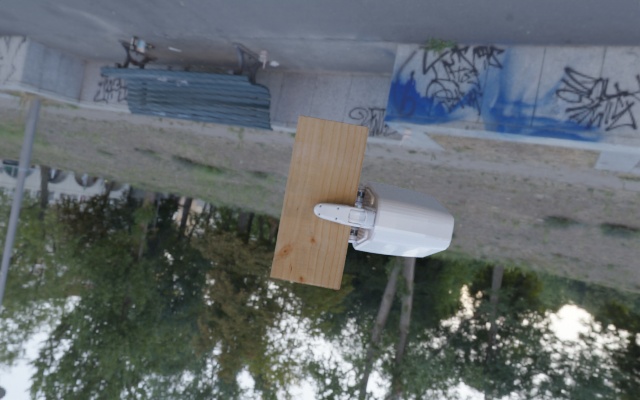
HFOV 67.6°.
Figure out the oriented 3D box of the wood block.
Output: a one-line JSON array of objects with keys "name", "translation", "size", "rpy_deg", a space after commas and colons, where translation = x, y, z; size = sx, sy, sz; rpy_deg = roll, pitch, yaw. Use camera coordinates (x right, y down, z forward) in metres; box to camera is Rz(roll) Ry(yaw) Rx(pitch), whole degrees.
[{"name": "wood block", "translation": [0.000, 0.002, 0.634], "size": [0.090, 0.206, 0.091], "rpy_deg": [10, 1, 2]}]
